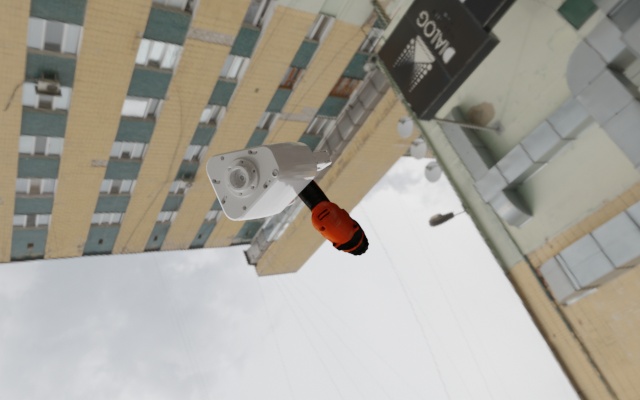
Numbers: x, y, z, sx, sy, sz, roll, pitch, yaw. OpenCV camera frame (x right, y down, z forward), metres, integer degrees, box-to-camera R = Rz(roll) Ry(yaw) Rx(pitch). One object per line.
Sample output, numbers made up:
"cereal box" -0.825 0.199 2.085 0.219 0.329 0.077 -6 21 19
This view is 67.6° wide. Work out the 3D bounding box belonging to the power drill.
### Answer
"power drill" 0.000 0.002 0.767 0.057 0.187 0.184 -41 -28 1
